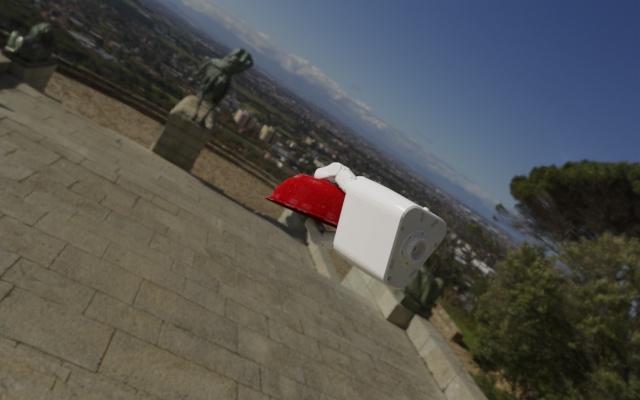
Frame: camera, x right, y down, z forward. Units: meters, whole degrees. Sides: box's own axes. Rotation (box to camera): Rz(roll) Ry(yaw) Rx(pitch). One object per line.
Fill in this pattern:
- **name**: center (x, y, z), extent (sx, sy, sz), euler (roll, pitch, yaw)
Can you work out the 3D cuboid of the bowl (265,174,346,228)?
- **bowl**: center (-0.001, 0.002, 0.723), extent (0.162, 0.055, 0.162), euler (21, -4, 2)
